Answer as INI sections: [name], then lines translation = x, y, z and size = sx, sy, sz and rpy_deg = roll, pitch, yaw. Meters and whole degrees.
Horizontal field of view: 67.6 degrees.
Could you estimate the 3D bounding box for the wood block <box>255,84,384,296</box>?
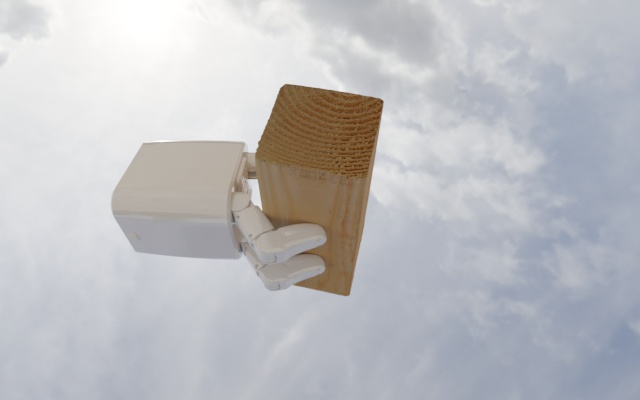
[wood block]
translation = 0.000, 0.001, 0.461
size = 0.090, 0.090, 0.206
rpy_deg = 10, -35, 6
